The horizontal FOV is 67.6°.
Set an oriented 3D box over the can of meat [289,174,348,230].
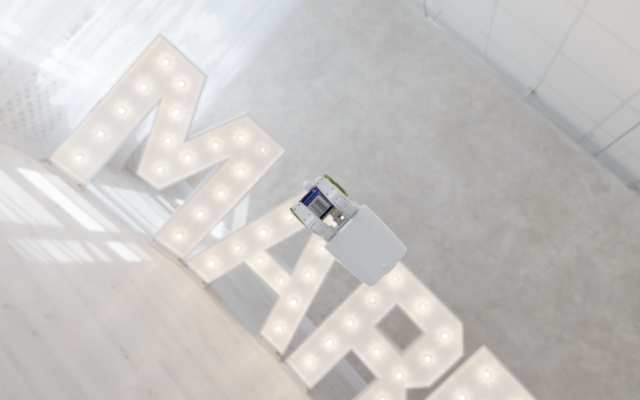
[{"bbox_3d":[0.000,0.002,0.817,0.057,0.084,0.102,44,5,2],"label":"can of meat"}]
